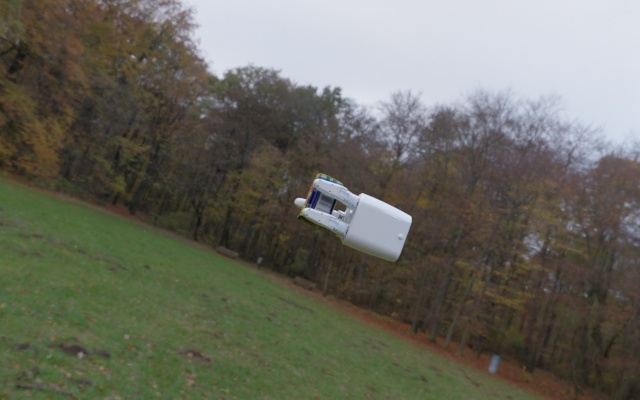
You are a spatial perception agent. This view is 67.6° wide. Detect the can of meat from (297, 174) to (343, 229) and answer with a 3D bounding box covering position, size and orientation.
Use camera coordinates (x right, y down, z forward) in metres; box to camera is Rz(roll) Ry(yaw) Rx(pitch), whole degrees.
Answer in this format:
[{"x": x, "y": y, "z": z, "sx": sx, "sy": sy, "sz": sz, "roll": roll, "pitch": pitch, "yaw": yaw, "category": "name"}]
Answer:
[{"x": 0.000, "y": 0.003, "z": 0.890, "sx": 0.057, "sy": 0.084, "sz": 0.102, "roll": 23, "pitch": -9, "yaw": -4, "category": "can of meat"}]
